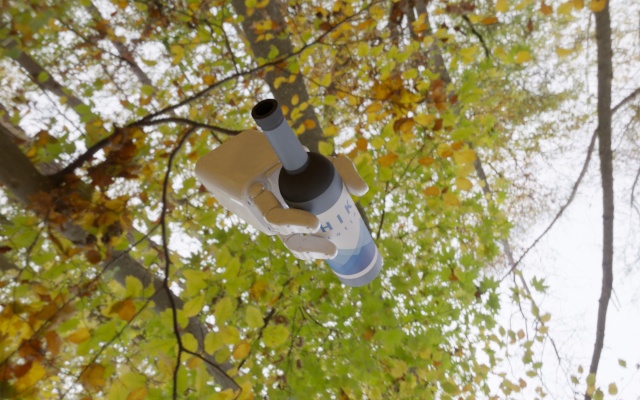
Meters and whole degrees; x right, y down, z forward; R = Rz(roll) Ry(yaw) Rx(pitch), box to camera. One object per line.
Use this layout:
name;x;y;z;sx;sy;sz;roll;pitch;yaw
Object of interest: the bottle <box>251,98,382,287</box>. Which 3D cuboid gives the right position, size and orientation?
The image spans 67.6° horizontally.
bottle;0.000;0.002;0.545;0.069;0.069;0.296;0;-36;26
